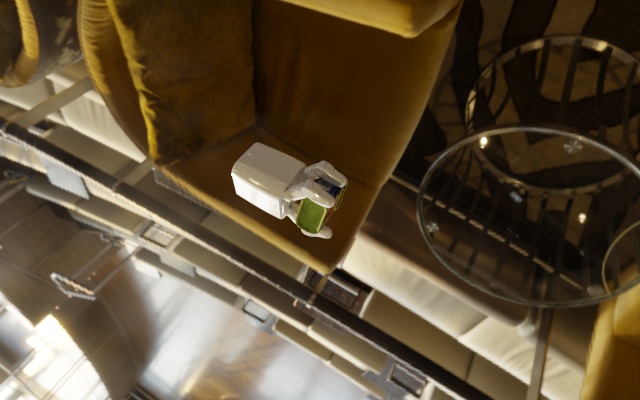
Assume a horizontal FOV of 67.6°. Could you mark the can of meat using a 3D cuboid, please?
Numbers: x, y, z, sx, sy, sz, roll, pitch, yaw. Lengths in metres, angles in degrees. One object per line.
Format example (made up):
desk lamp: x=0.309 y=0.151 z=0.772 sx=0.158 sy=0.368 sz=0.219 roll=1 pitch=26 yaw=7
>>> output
can of meat: x=0.000 y=0.003 z=0.884 sx=0.057 sy=0.102 sz=0.084 roll=30 pitch=49 yaw=8
